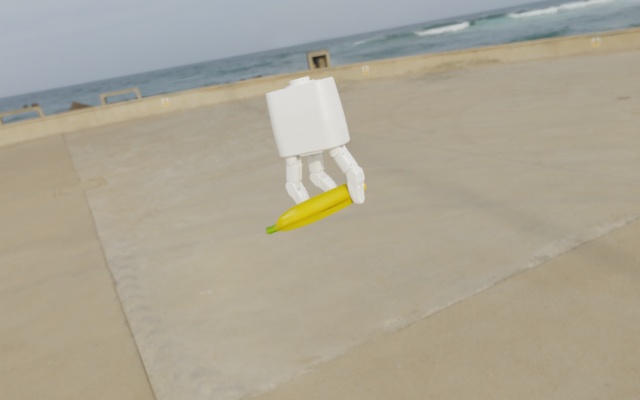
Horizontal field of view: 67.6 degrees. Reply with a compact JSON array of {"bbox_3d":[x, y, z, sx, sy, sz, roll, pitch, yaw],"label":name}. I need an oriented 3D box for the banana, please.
[{"bbox_3d":[0.005,0.005,0.779,0.198,0.037,0.069,-23,12,-23],"label":"banana"}]
